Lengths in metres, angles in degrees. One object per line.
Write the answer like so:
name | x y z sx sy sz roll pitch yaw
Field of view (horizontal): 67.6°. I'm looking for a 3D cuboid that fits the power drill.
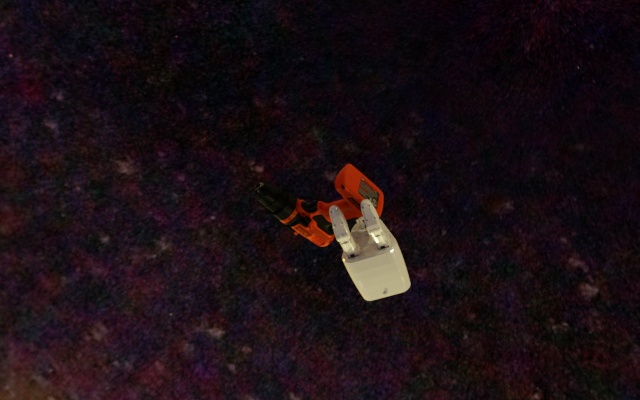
power drill | 0.001 0.003 0.836 0.184 0.057 0.188 37 -41 -30
